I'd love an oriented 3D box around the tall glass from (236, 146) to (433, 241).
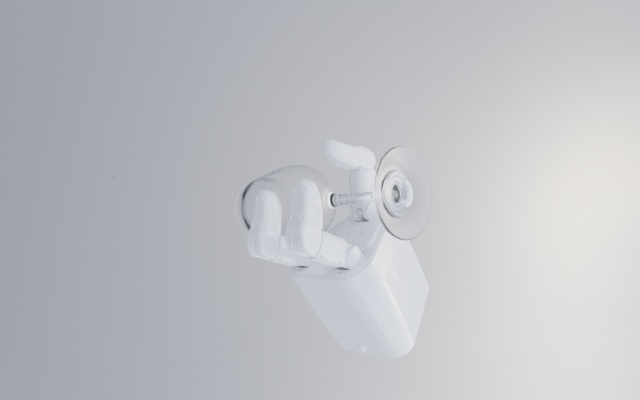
[{"bbox_3d":[0.000,0.001,0.447,0.079,0.079,0.201,0,-4,-42],"label":"tall glass"}]
